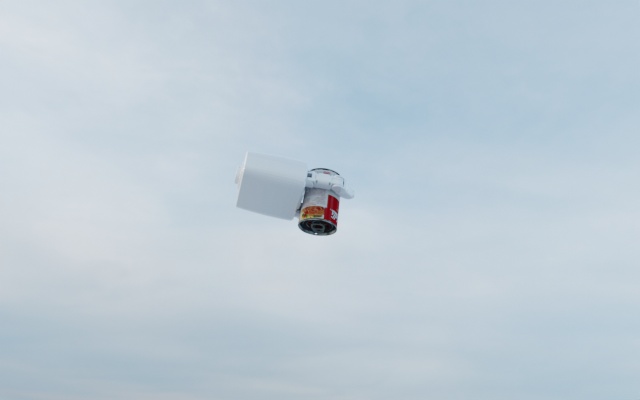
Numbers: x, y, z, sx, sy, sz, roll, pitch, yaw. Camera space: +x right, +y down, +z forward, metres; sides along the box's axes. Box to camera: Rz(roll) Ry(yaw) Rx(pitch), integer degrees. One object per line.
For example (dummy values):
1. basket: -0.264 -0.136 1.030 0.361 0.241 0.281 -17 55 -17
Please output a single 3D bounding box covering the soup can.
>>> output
1. soup can: 0.001 0.003 0.840 0.068 0.102 0.068 6 -27 3
